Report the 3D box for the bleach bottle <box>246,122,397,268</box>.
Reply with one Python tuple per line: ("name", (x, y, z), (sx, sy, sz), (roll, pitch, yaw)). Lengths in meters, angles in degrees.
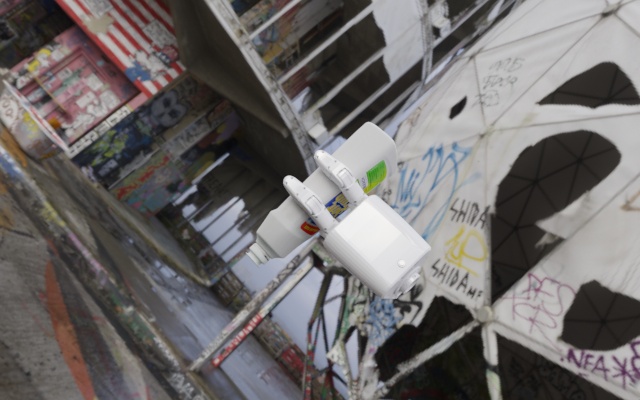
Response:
("bleach bottle", (0.000, 0.002, 0.677), (0.068, 0.251, 0.103), (43, -12, 23))
